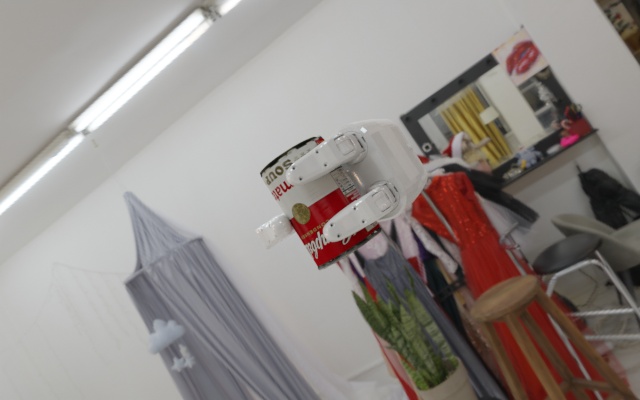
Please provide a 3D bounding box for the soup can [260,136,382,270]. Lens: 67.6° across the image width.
[{"bbox_3d":[0.000,0.001,0.429,0.068,0.102,0.068,-32,-2,-1],"label":"soup can"}]
